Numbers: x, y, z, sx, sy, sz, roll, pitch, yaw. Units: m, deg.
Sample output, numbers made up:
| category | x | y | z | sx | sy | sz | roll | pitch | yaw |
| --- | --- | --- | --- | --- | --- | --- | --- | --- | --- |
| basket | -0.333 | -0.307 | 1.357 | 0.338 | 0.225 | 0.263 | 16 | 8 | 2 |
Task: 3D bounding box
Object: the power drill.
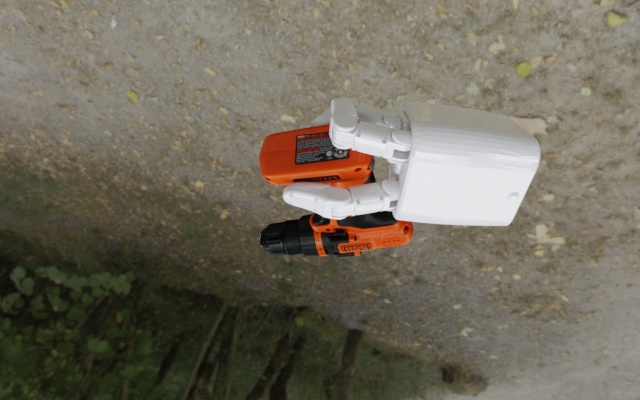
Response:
| category | x | y | z | sx | sy | sz | roll | pitch | yaw |
| --- | --- | --- | --- | --- | --- | --- | --- | --- | --- |
| power drill | 0.000 | 0.001 | 0.510 | 0.184 | 0.057 | 0.188 | -9 | -32 | 11 |
